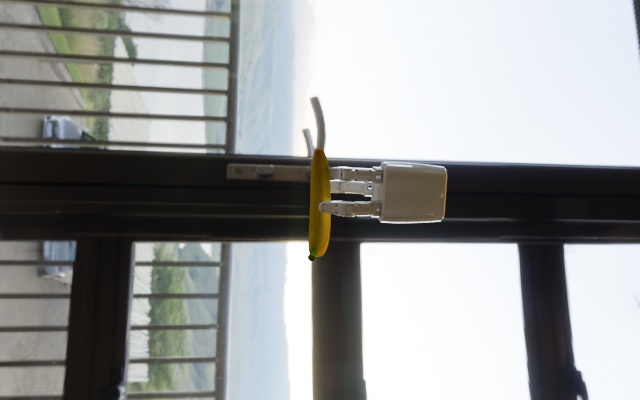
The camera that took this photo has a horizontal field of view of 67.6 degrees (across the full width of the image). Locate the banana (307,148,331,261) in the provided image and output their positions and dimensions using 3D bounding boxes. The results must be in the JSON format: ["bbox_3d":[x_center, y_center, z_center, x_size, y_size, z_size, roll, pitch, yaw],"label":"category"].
[{"bbox_3d":[0.000,0.012,0.815,0.037,0.197,0.070,2,-18,-1],"label":"banana"}]
